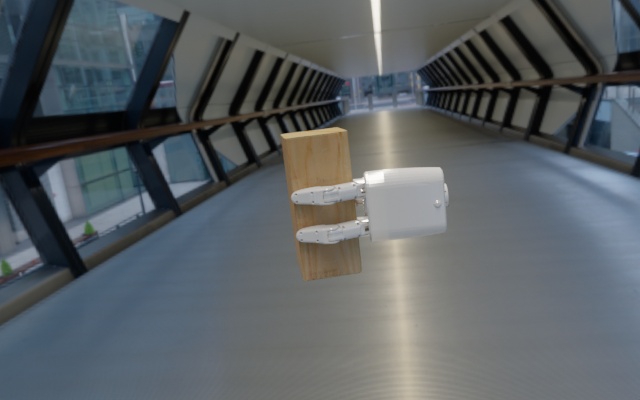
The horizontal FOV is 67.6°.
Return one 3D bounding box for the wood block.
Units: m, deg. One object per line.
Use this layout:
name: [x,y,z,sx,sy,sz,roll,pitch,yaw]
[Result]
wood block: [0.000,0.002,0.708,0.090,0.206,0.091,-8,13,-6]
